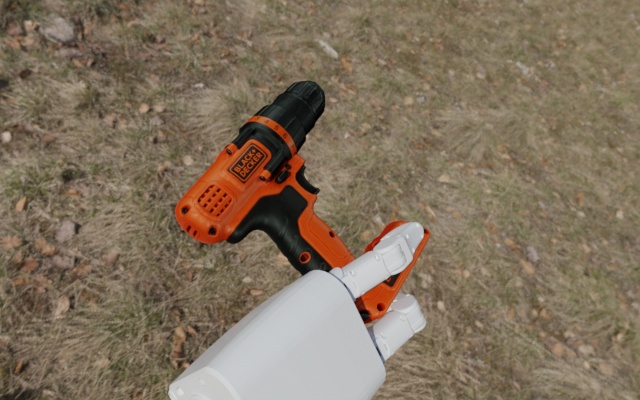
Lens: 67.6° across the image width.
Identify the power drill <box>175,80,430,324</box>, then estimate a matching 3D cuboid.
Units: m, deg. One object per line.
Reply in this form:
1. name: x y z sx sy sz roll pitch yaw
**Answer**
1. power drill: 0.000 0.002 0.415 0.187 0.184 0.057 38 -27 -3
